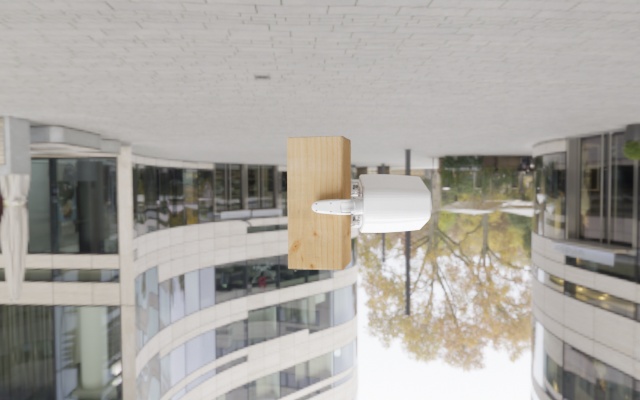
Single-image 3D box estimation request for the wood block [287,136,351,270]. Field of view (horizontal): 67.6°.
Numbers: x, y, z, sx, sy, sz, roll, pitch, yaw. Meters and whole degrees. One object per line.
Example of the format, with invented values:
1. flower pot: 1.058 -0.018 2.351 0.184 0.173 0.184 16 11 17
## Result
1. wood block: 0.000 0.003 0.777 0.090 0.206 0.091 0 2 12
